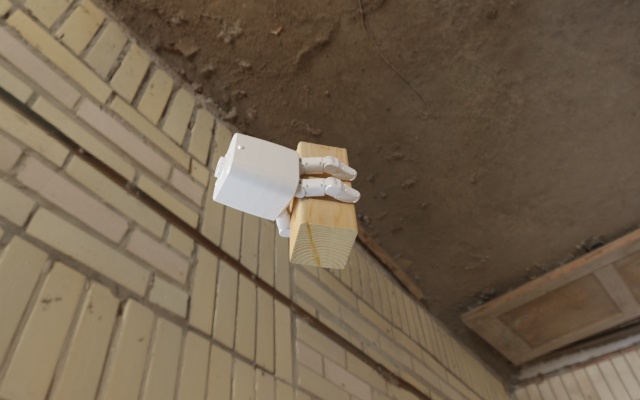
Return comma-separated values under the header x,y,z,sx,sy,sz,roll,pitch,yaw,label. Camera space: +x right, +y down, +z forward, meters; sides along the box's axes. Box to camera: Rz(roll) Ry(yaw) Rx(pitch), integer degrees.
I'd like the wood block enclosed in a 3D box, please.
x,y,z,sx,sy,sz,roll,pitch,yaw,label
0.000,0.003,0.794,0.090,0.091,0.206,8,41,-10,wood block
